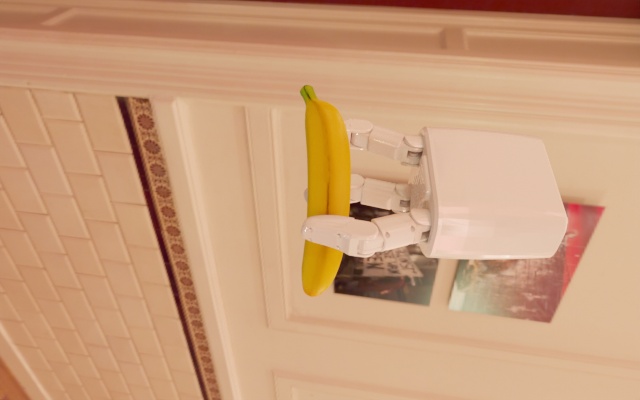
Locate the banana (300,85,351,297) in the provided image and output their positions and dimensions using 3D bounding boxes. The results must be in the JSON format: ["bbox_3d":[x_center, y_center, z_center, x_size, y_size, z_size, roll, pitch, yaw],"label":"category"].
[{"bbox_3d":[0.003,0.003,0.414,0.037,0.198,0.069,-1,14,-10],"label":"banana"}]
